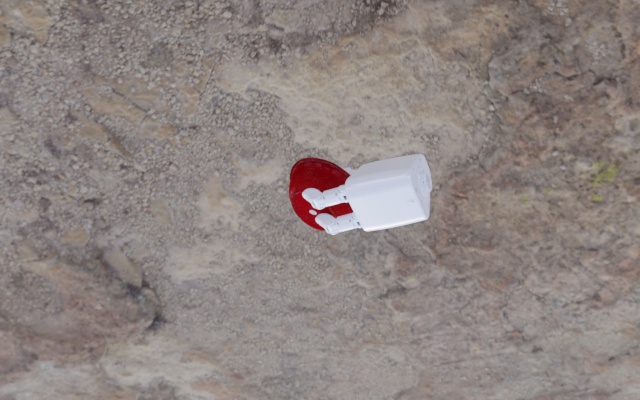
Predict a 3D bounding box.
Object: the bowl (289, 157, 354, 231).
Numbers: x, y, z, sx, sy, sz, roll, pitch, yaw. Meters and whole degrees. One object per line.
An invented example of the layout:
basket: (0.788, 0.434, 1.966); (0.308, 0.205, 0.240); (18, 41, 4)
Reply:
bowl: (-0.001, 0.003, 0.859); (0.162, 0.162, 0.055); (0, 40, 41)
